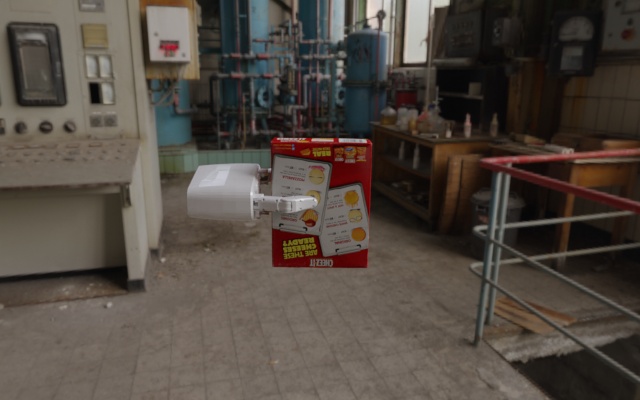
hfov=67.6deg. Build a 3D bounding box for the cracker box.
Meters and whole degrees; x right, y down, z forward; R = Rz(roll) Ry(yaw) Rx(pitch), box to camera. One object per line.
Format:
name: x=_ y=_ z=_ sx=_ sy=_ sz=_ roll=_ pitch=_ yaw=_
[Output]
cracker box: x=0.000 y=0.003 z=0.808 sx=0.164 sy=0.214 sz=0.072 roll=1 pitch=15 yaw=1
